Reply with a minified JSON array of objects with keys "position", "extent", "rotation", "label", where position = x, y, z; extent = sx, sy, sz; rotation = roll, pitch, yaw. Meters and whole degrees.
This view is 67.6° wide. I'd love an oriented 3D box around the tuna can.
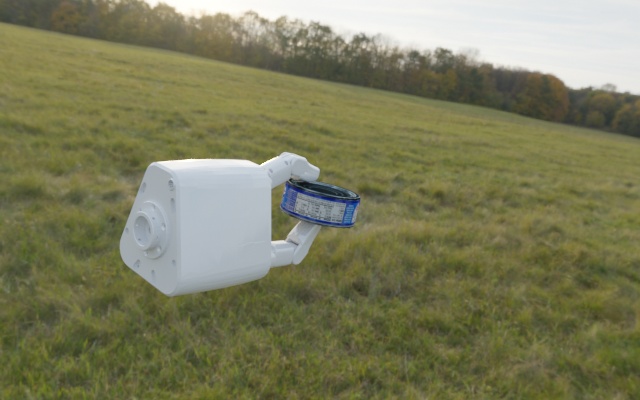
[{"position":[0.000,0.001,0.528],"extent":[0.086,0.034,0.086],"rotation":[13,10,-2],"label":"tuna can"}]
